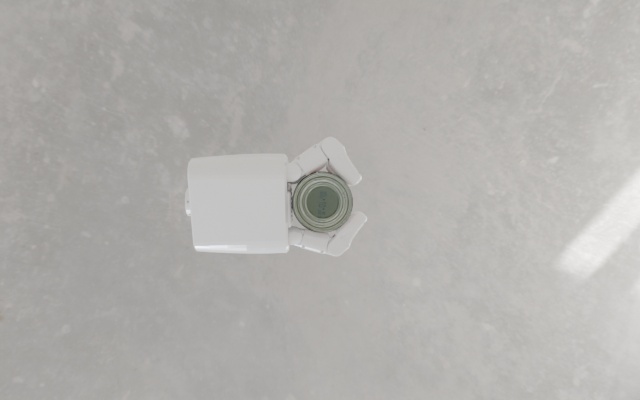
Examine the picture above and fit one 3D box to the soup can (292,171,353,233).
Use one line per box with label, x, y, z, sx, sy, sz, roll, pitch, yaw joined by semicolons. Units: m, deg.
soup can;0.001;0.002;0.559;0.068;0.068;0.102;0;0;-2
